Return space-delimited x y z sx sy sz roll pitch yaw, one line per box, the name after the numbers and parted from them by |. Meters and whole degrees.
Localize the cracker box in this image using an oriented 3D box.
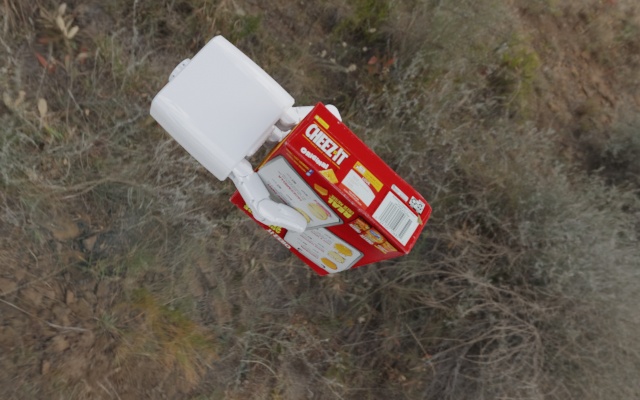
0.000 0.002 0.556 0.164 0.072 0.214 41 -26 -9 | cracker box
